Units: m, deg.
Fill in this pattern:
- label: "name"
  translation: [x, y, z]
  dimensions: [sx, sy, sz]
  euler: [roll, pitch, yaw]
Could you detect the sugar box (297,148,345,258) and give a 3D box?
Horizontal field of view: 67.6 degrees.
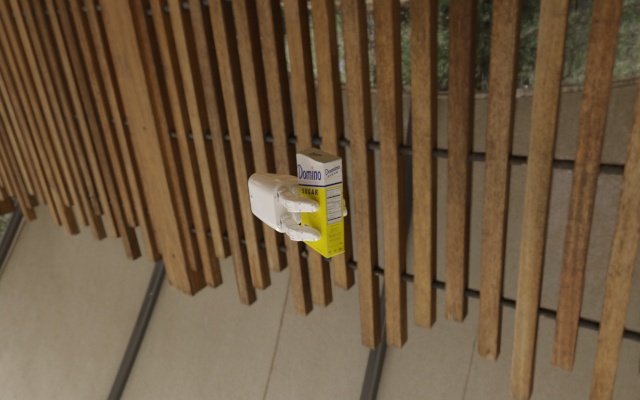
- label: "sugar box"
  translation: [0.000, 0.003, 0.846]
  dimensions: [0.048, 0.176, 0.093]
  euler: [-18, 25, -28]
